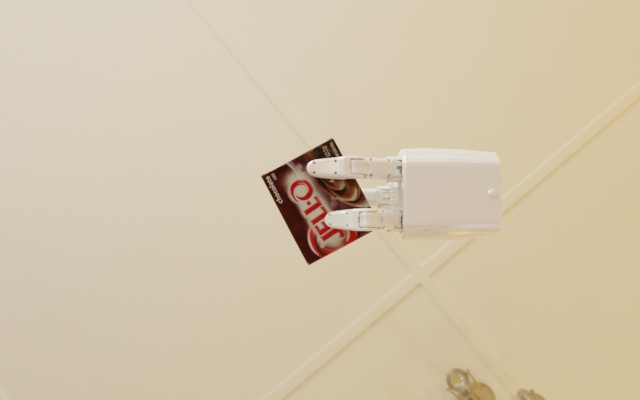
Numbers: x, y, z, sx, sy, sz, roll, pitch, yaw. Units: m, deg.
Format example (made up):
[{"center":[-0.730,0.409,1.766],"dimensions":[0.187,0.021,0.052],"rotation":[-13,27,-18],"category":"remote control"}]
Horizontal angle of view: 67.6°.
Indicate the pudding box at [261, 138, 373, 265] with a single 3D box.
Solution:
[{"center":[0.000,0.002,0.530],"dimensions":[0.090,0.113,0.039],"rotation":[-28,-2,-2],"category":"pudding box"}]
